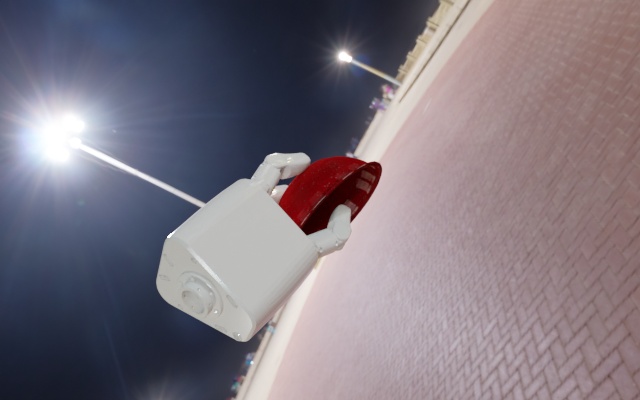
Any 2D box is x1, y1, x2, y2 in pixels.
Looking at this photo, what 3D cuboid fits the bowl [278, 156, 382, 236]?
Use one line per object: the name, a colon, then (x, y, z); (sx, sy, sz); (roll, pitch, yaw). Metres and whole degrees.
bowl: (0.000, 0.001, 0.573); (0.055, 0.162, 0.162); (43, 16, 18)
